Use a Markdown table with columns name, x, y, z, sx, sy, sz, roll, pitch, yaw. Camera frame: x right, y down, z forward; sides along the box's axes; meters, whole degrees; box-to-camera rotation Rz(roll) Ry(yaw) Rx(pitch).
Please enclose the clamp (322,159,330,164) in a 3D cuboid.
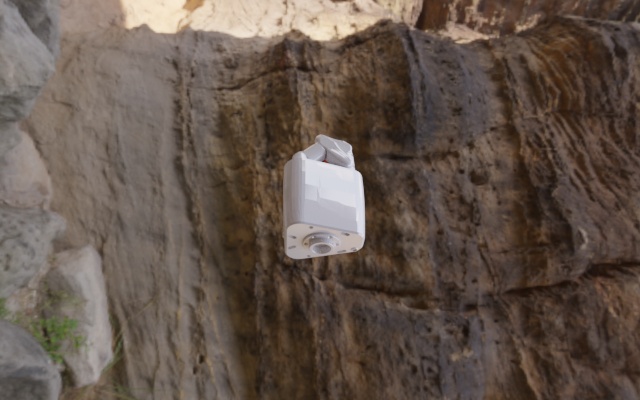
| name | x | y | z | sx | sy | sz | roll | pitch | yaw |
| --- | --- | --- | --- | --- | --- | --- | --- | --- | --- |
| clamp | 0.001 | 0.002 | 0.760 | 0.039 | 0.120 | 0.172 | 1 | -37 | -3 |
